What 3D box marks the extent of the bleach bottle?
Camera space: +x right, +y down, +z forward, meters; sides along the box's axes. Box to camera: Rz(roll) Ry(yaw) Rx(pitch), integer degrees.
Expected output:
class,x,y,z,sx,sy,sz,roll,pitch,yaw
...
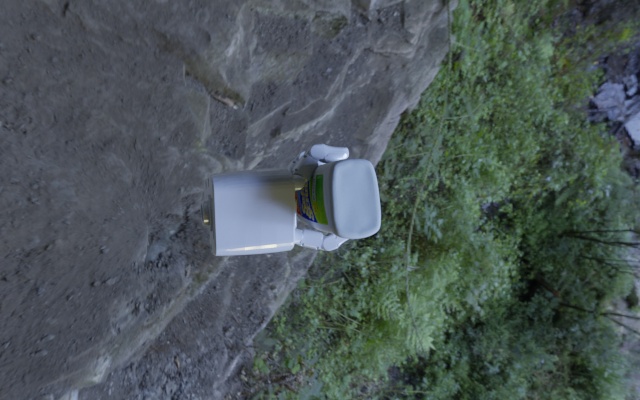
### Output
class,x,y,z,sx,sy,sz,roll,pitch,yaw
bleach bottle,0.000,0.002,0.694,0.068,0.102,0.251,-4,-2,-20
